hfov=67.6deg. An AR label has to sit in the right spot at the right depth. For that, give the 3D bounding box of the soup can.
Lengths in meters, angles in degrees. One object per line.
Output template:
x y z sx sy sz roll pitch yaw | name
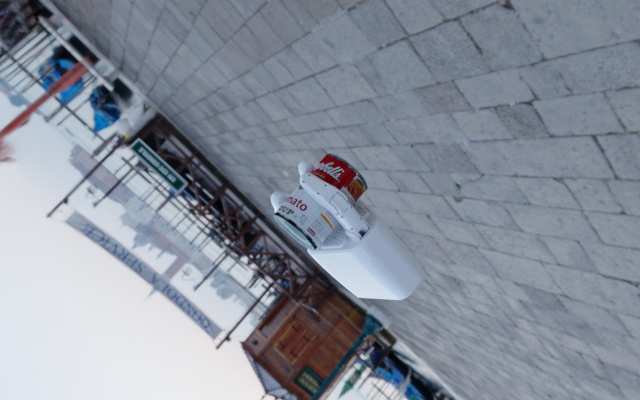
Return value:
0.000 0.002 0.585 0.068 0.102 0.068 38 -14 12 | soup can
